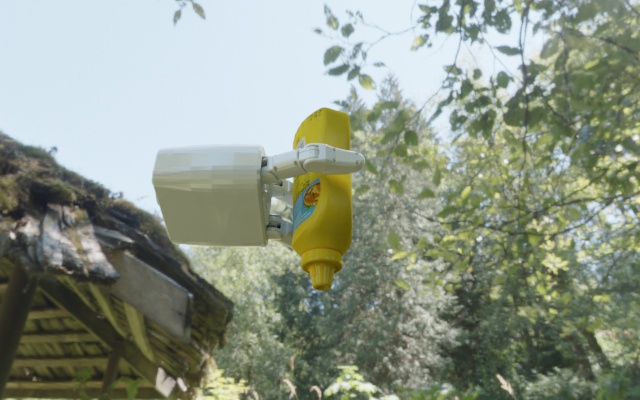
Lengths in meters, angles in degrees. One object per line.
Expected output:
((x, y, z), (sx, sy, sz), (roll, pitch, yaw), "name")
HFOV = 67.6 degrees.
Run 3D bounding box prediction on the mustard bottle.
((0.000, 0.001, 0.507), (0.058, 0.191, 0.096), (13, -33, -21), "mustard bottle")
